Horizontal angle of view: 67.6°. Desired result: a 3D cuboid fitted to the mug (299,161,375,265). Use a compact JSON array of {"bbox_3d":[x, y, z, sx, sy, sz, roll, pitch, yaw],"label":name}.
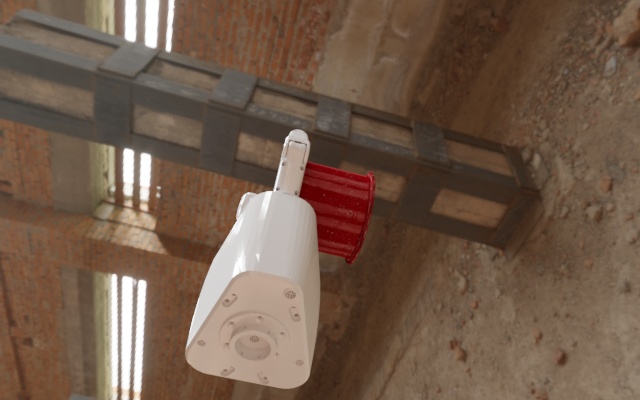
[{"bbox_3d":[0.000,0.001,0.473,0.081,0.093,0.117,14,29,-6],"label":"mug"}]
